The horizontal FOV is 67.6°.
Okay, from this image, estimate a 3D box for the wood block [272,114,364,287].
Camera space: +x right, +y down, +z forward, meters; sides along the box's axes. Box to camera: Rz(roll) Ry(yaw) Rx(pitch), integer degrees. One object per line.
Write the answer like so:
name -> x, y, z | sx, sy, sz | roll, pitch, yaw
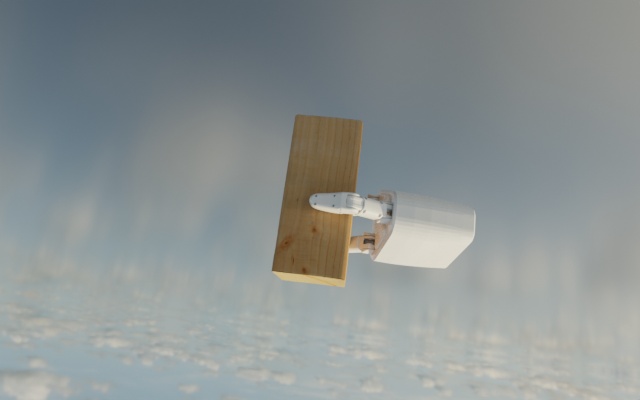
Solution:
wood block -> 0.000, 0.002, 0.631 | 0.090, 0.206, 0.091 | 6, -15, 5
